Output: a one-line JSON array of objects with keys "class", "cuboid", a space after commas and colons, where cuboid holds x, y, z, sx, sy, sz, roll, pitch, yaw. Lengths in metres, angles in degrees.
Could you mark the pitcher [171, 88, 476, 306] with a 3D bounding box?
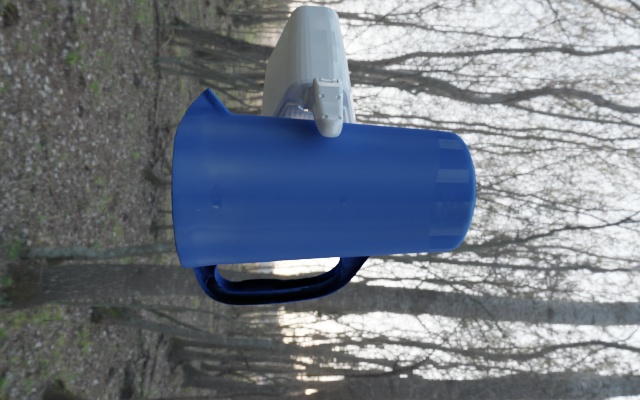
[{"class": "pitcher", "cuboid": [0.000, 0.001, 0.418, 0.243, 0.145, 0.149, 1, -30, -7]}]
